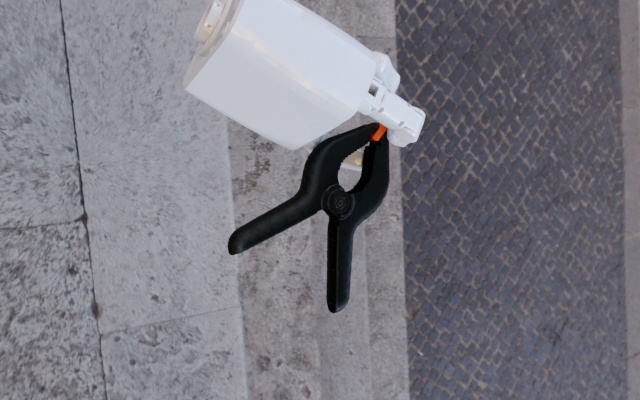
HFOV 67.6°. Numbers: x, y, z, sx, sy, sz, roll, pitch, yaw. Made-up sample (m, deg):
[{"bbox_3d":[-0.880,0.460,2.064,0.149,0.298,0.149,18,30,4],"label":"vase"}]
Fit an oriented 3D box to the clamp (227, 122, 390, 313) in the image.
[{"bbox_3d":[0.000,0.001,0.411,0.120,0.171,0.039,25,-7,-27],"label":"clamp"}]
